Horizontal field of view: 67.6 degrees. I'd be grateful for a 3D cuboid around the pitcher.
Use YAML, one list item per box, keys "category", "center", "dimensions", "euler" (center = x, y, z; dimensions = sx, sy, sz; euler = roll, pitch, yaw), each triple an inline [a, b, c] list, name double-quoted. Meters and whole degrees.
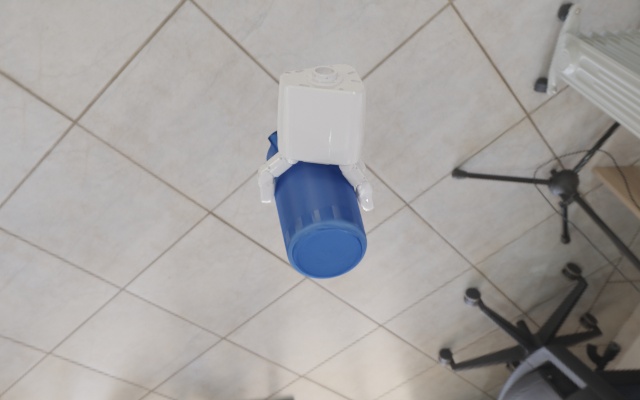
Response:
- category: "pitcher"
  center: [0.000, 0.002, 0.721]
  dimensions: [0.149, 0.145, 0.242]
  euler: [-2, 38, -9]
